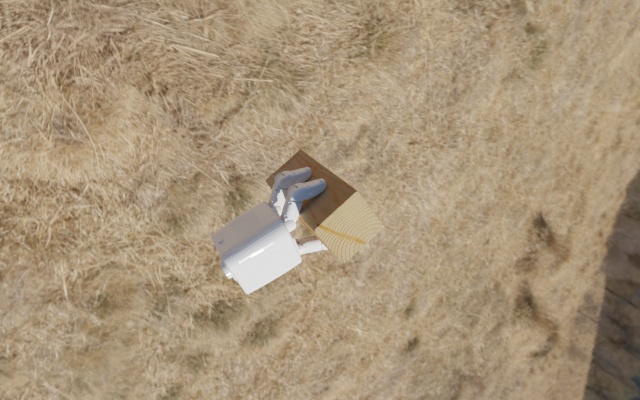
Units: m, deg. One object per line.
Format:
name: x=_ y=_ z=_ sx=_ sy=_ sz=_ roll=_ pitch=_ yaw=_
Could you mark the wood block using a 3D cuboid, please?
wood block: x=0.000 y=0.003 z=0.797 sx=0.091 sy=0.090 sz=0.206 roll=51 pitch=-5 yaw=-35
